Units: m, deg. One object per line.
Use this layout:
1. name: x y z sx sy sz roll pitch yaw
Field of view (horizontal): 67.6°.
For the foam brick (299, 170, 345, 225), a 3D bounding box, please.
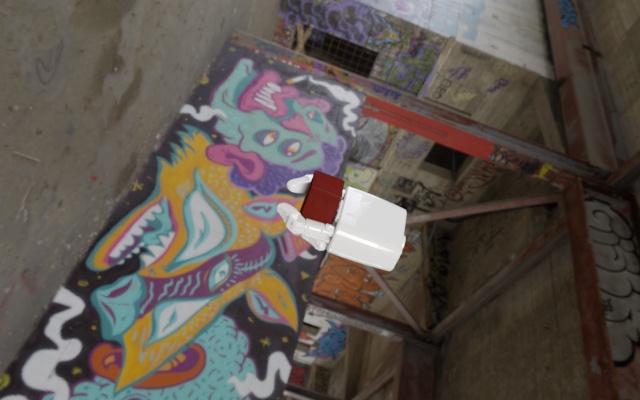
1. foam brick: 0.000 0.002 0.741 0.051 0.078 0.053 20 31 -2
